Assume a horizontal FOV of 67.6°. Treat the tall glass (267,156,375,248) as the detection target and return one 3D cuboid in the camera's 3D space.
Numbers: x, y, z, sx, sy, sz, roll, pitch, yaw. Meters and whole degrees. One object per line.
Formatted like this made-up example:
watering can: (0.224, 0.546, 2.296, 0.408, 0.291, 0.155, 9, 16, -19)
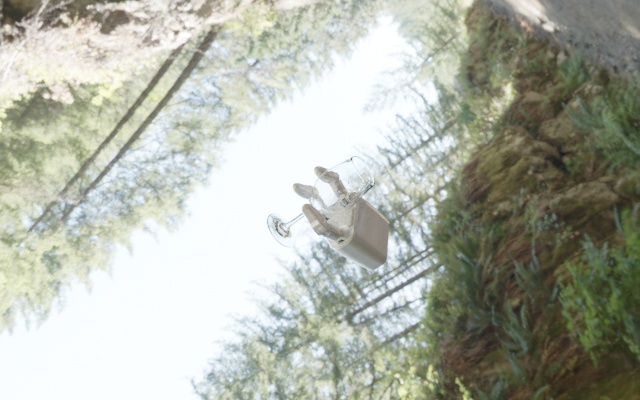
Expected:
tall glass: (0.000, 0.003, 0.847, 0.201, 0.079, 0.079, -36, -17, 25)
